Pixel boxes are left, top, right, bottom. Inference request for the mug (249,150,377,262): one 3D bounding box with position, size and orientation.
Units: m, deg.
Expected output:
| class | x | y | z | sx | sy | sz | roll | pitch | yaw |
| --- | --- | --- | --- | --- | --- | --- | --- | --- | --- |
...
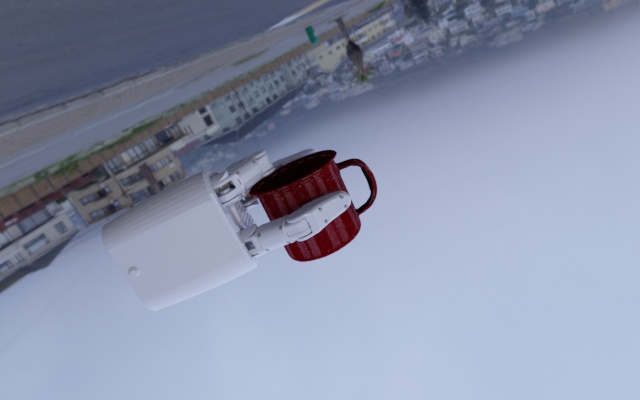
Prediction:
| class | x | y | z | sx | sy | sz | roll | pitch | yaw |
| --- | --- | --- | --- | --- | --- | --- | --- | --- | --- |
| mug | 0.001 | 0.001 | 0.472 | 0.117 | 0.081 | 0.093 | -25 | 17 | 3 |
